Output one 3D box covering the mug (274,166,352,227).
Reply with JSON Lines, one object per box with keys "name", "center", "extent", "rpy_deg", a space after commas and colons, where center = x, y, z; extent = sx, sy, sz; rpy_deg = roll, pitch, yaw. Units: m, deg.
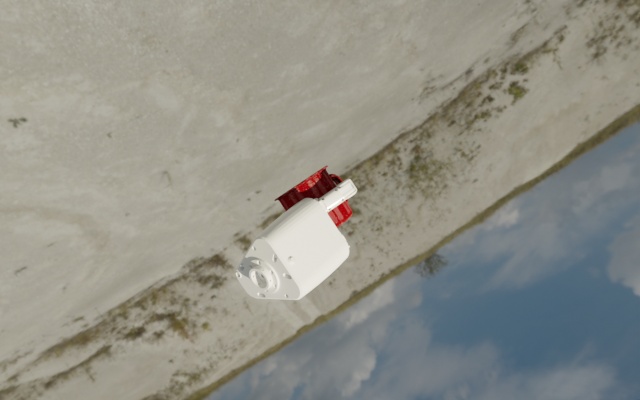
{"name": "mug", "center": [0.001, 0.002, 0.710], "extent": [0.093, 0.081, 0.117], "rpy_deg": [-30, 4, 46]}
